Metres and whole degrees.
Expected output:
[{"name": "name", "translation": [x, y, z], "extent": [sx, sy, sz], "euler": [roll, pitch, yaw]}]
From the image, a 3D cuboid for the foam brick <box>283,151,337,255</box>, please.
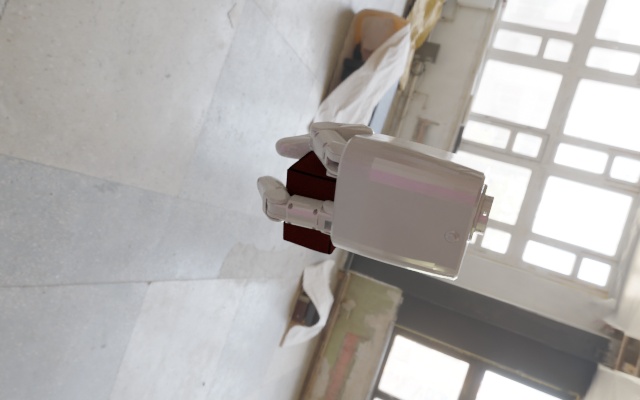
[{"name": "foam brick", "translation": [0.000, 0.002, 0.448], "extent": [0.051, 0.078, 0.053], "euler": [16, 31, 18]}]
